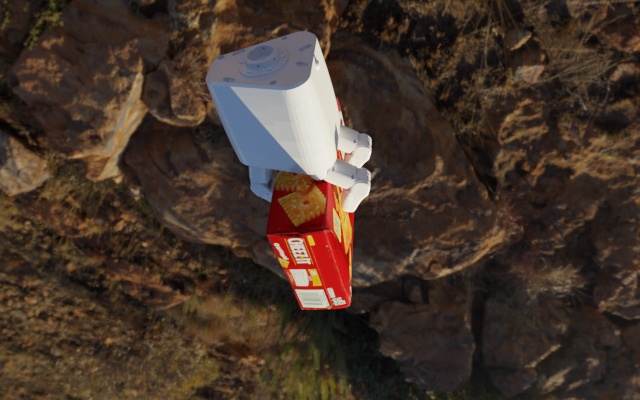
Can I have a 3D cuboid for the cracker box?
[{"bbox_3d":[0.000,0.002,0.592,0.072,0.213,0.164,-4,-41,12],"label":"cracker box"}]
